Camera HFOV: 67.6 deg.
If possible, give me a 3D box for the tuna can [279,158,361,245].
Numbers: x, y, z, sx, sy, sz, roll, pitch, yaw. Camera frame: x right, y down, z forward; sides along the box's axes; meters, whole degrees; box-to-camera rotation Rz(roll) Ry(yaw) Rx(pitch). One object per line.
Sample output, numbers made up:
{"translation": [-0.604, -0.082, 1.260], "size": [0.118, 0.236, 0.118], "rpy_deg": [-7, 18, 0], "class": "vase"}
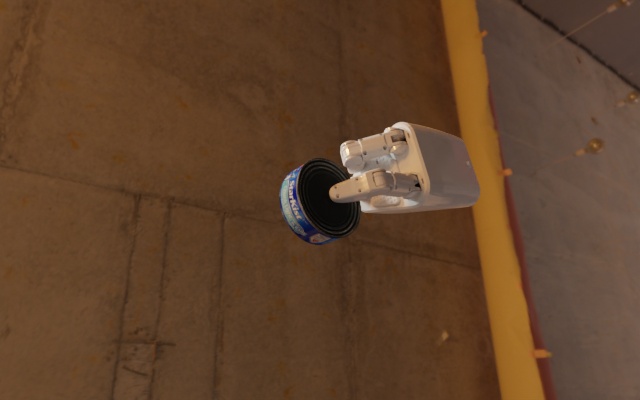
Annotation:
{"translation": [0.000, 0.002, 0.493], "size": [0.086, 0.086, 0.034], "rpy_deg": [0, -19, -43], "class": "tuna can"}
